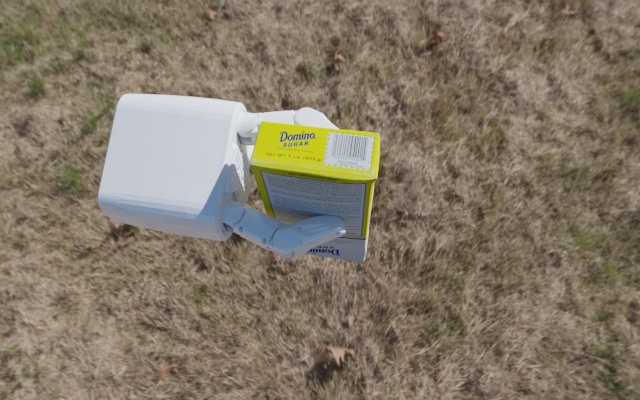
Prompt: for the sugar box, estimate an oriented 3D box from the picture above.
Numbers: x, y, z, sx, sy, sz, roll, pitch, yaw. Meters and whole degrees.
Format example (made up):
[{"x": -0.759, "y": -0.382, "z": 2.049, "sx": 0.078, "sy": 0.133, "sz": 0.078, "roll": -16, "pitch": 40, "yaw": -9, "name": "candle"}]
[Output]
[{"x": 0.000, "y": 0.001, "z": 0.423, "sx": 0.093, "sy": 0.048, "sz": 0.176, "roll": 8, "pitch": -24, "yaw": 6, "name": "sugar box"}]
